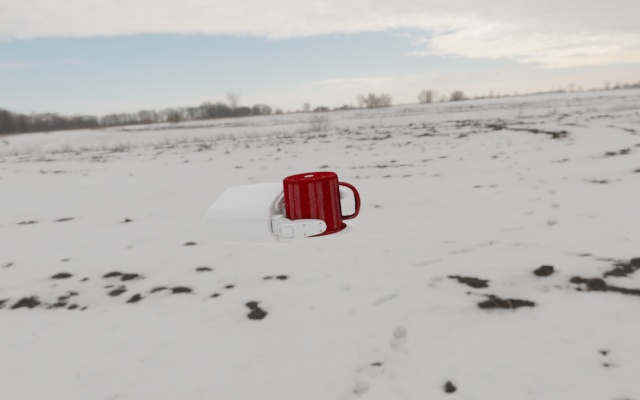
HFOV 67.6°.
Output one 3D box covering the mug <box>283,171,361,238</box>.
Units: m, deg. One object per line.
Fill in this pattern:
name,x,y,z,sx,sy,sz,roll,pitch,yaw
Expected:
mug,0.001,0.002,0.694,0.117,0.081,0.093,-3,11,16
